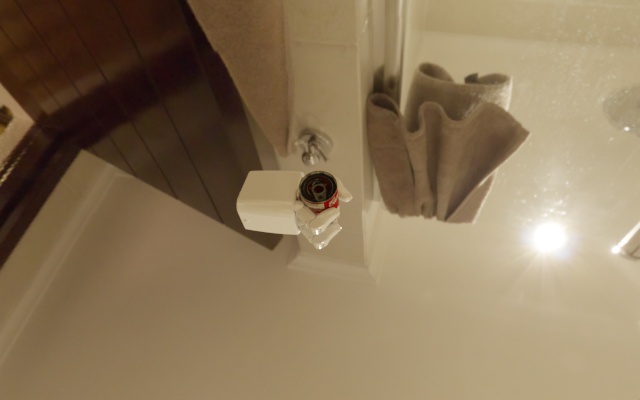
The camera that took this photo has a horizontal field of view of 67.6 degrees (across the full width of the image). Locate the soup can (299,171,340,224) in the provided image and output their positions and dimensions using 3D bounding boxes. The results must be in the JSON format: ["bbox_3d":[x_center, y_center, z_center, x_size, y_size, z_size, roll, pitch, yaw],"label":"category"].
[{"bbox_3d":[0.001,0.003,0.873,0.068,0.068,0.102,0,-33,6],"label":"soup can"}]
